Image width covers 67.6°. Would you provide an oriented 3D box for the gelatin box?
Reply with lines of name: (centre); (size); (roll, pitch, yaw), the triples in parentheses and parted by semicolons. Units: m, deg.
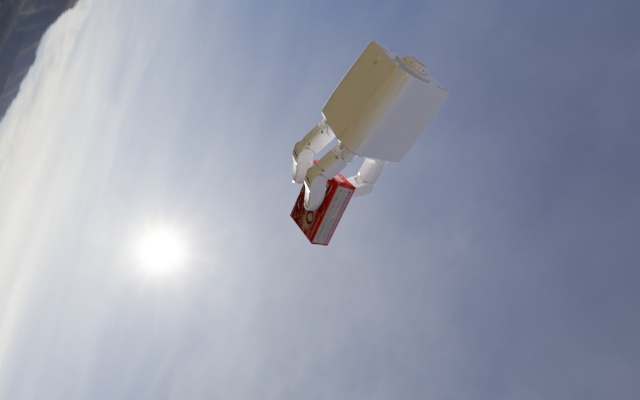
gelatin box: (0.000, 0.002, 0.618); (0.030, 0.089, 0.073); (12, 21, -33)
